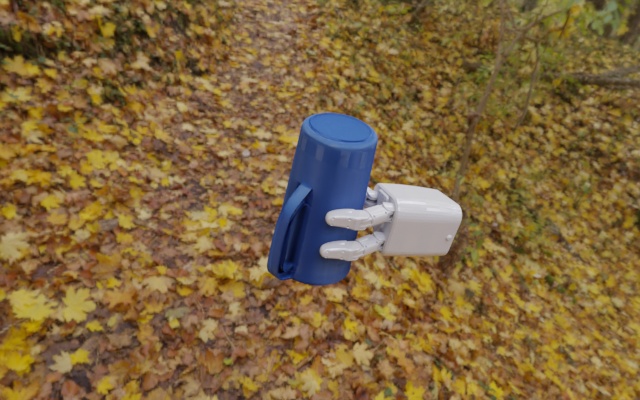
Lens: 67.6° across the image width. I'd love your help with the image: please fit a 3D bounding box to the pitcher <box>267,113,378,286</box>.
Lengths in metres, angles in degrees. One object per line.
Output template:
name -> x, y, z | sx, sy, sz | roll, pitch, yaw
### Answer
pitcher -> 0.000, 0.002, 0.710 | 0.145, 0.243, 0.149 | 5, 33, -11
